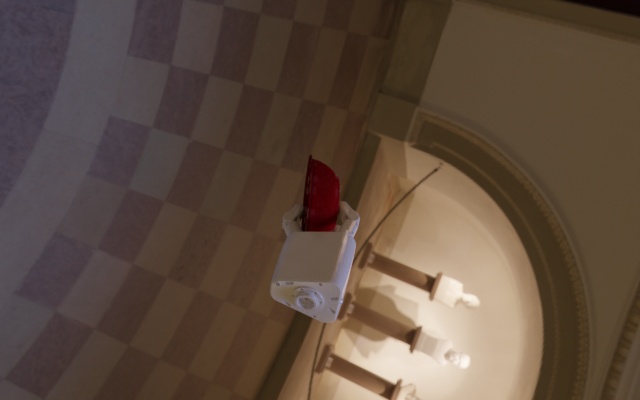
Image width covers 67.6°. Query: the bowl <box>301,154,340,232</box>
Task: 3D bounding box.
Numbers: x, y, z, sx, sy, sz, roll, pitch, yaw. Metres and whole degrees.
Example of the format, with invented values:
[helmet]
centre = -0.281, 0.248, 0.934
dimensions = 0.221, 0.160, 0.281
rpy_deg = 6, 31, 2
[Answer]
[bowl]
centre = 0.001, 0.002, 0.831
dimensions = 0.055, 0.162, 0.162
rpy_deg = 5, -1, -5
